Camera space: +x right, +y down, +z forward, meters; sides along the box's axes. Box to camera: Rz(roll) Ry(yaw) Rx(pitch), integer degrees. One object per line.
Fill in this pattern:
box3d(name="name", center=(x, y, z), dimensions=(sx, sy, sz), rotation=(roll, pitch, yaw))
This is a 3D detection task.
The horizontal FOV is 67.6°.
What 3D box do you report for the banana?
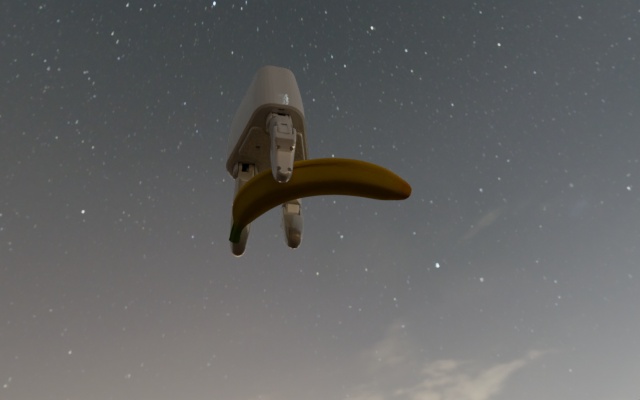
box3d(name="banana", center=(-0.007, -0.011, 0.487), dimensions=(0.198, 0.070, 0.037), rotation=(-13, 39, 3))
